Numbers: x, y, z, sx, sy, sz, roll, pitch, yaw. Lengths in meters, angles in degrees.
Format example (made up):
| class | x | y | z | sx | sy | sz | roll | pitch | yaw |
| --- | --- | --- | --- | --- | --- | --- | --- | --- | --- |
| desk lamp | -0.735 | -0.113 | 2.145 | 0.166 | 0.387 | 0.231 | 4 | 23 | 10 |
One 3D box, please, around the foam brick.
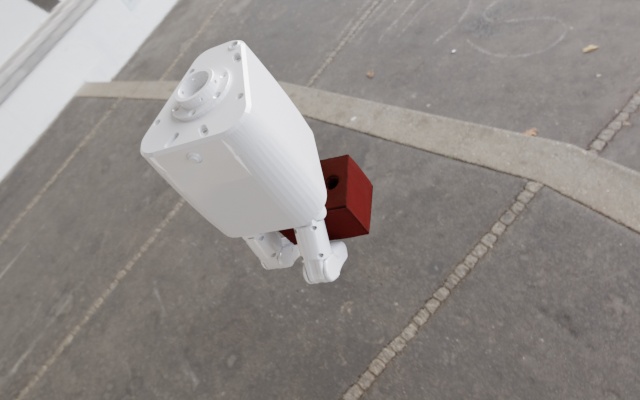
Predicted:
| class | x | y | z | sx | sy | sz | roll | pitch | yaw |
| --- | --- | --- | --- | --- | --- | --- | --- | --- | --- |
| foam brick | 0.000 | 0.001 | 0.418 | 0.078 | 0.053 | 0.051 | -11 | -36 | 24 |
